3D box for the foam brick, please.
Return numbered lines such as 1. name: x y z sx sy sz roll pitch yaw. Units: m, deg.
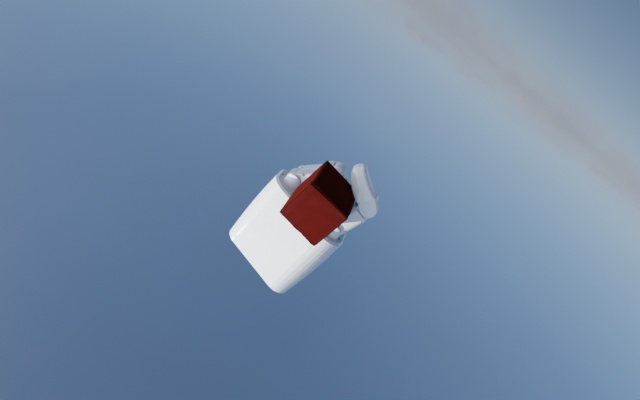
1. foam brick: 0.000 0.002 0.512 0.051 0.053 0.078 -41 8 23
